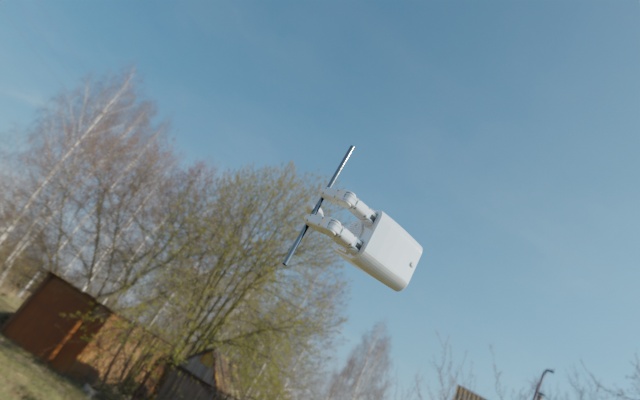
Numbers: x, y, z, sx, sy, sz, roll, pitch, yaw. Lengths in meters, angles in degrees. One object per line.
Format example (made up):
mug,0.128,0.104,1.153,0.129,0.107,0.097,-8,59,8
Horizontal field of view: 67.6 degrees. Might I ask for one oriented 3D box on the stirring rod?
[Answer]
stirring rod,0.000,0.003,0.780,0.011,0.239,0.011,25,-24,12
